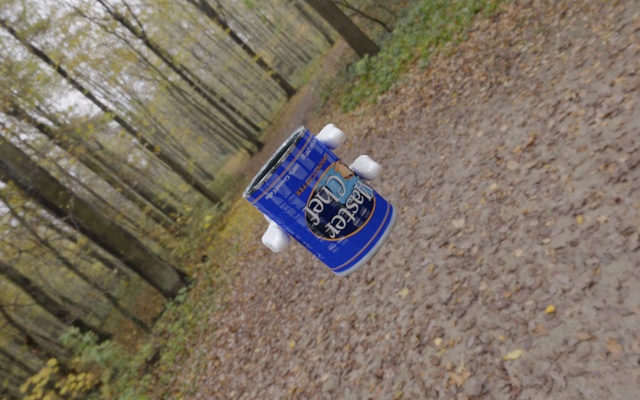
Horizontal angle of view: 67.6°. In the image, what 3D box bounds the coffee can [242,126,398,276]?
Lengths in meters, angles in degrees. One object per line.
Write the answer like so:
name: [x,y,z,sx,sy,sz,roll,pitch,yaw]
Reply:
coffee can: [0.000,0.002,0.531,0.140,0.103,0.103,41,-11,-13]
